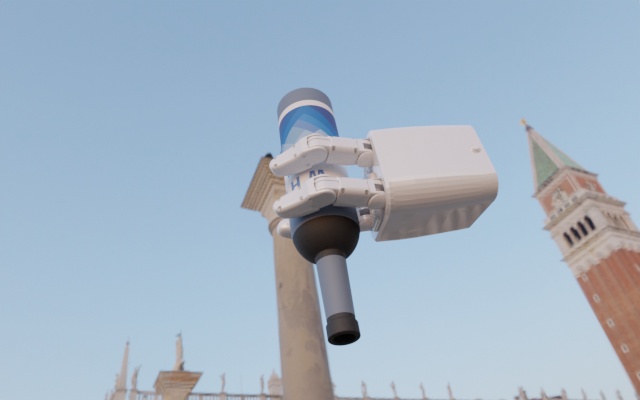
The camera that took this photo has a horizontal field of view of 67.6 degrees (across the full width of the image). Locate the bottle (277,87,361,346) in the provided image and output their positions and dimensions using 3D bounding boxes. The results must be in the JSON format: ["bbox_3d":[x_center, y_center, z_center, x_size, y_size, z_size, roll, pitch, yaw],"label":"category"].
[{"bbox_3d":[0.000,0.001,0.482,0.069,0.295,0.069,-6,-40,-5],"label":"bottle"}]
